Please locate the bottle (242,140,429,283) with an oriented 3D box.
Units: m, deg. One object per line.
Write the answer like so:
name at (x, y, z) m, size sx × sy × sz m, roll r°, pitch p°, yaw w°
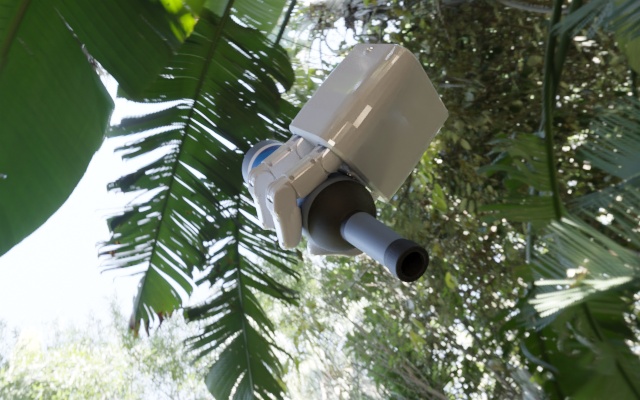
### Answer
bottle at (0.000, 0.001, 0.447) m, size 0.069 × 0.069 × 0.295 m, roll 0°, pitch 16°, yaw -26°
